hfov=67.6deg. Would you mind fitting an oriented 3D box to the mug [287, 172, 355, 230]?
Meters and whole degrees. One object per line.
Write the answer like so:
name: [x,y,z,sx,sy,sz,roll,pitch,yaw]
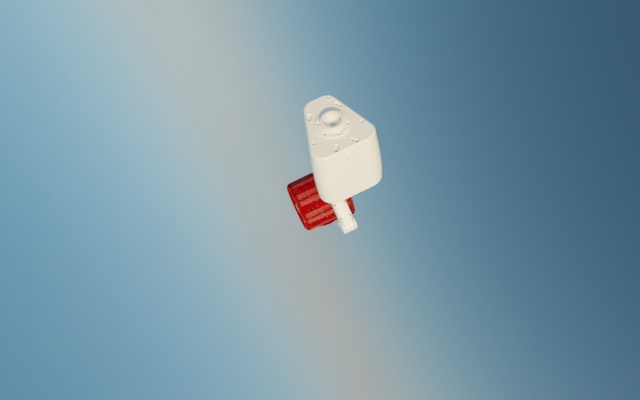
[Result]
mug: [0.000,0.003,0.768,0.081,0.093,0.117,-25,-35,-6]
